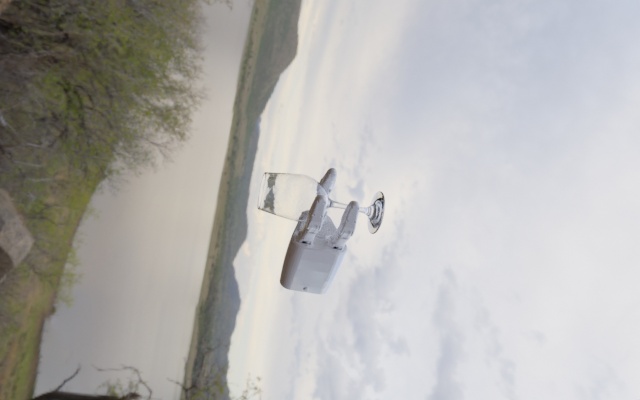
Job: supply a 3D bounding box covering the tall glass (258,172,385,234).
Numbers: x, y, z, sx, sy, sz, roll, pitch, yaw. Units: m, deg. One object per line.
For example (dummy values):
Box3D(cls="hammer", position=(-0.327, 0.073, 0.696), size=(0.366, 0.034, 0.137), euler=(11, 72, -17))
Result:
Box3D(cls="tall glass", position=(0.001, 0.003, 0.791), size=(0.201, 0.079, 0.079), euler=(11, -3, -13))
